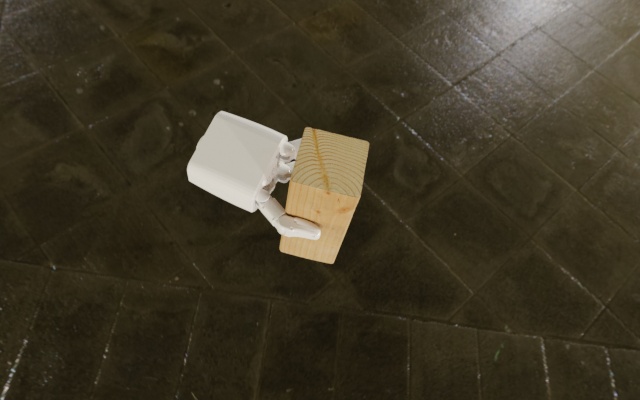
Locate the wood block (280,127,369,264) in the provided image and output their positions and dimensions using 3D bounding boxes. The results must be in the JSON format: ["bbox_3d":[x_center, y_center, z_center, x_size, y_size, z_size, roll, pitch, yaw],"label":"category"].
[{"bbox_3d":[0.000,0.002,0.689,0.090,0.090,0.206,14,-31,-1],"label":"wood block"}]
